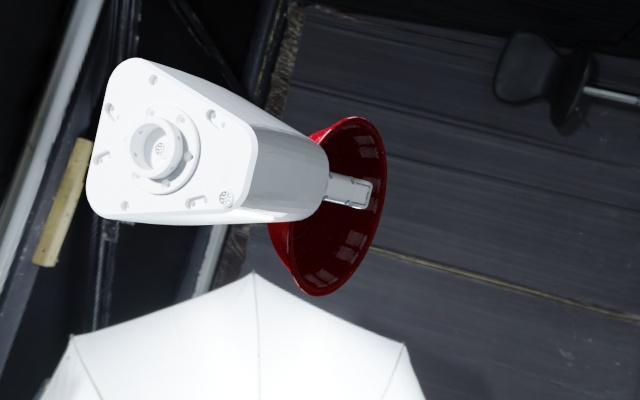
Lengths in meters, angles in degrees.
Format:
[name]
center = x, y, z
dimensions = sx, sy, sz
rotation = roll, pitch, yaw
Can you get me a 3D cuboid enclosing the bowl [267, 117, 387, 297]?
[bowl]
center = 0.000, 0.002, 0.436
dimensions = 0.055, 0.162, 0.162
rotation = 16, 8, 32
